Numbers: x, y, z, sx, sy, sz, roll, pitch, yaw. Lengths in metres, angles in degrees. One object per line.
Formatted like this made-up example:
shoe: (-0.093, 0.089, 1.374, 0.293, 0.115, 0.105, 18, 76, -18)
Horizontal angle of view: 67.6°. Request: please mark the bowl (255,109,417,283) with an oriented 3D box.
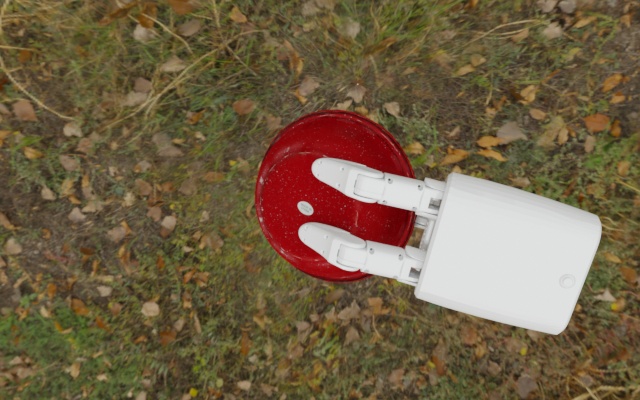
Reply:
bowl: (-0.001, 0.001, 0.420, 0.162, 0.162, 0.055, 0, 8, 25)
